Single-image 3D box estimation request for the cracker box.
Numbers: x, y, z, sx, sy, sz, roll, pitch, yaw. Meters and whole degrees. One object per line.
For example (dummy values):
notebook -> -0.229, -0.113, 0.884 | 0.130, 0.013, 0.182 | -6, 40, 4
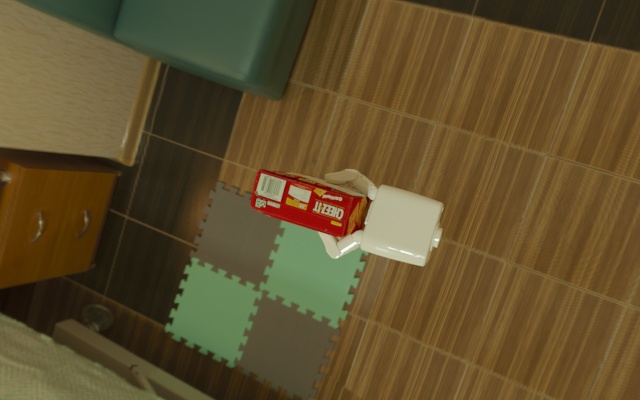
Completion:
cracker box -> 0.000, 0.003, 0.825 | 0.164, 0.072, 0.213 | 17, 6, 17
